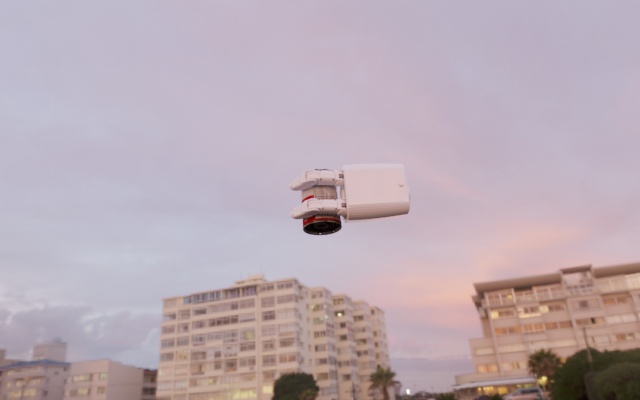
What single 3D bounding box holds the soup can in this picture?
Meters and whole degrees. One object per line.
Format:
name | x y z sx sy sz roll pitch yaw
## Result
soup can | 0.000 0.003 0.847 0.068 0.102 0.068 -3 -24 -1
